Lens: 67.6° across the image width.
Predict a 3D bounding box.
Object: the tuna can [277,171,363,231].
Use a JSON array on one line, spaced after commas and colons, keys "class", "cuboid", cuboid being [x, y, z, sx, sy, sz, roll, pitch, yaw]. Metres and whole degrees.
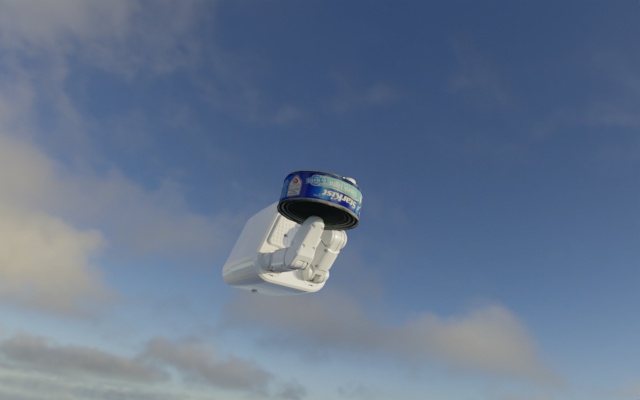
[{"class": "tuna can", "cuboid": [0.000, 0.001, 0.495, 0.086, 0.033, 0.086, 10, -20, 4]}]
